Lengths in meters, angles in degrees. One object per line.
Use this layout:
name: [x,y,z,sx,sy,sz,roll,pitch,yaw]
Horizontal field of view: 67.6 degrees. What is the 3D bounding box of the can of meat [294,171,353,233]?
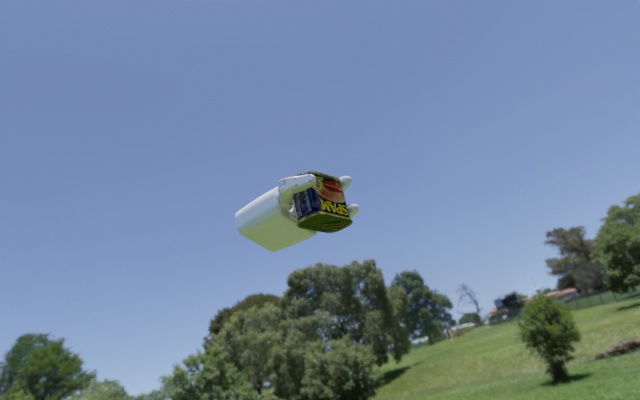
can of meat: [0.000,0.002,0.808,0.057,0.084,0.102,-30,-29,34]
